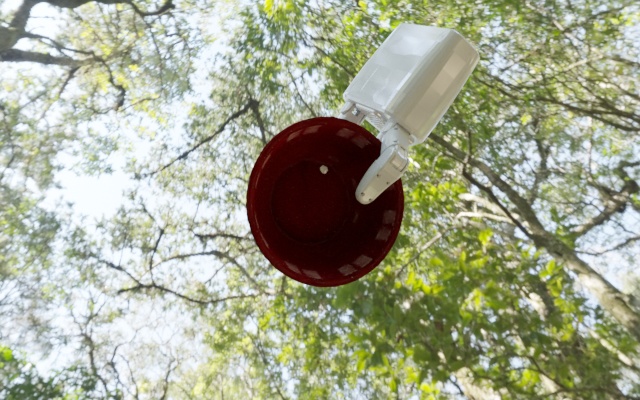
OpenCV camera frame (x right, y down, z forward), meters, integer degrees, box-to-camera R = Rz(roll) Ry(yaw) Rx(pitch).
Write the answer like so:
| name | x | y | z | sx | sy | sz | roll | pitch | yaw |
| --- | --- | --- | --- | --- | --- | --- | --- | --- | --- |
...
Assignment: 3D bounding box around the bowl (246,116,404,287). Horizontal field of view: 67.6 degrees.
| name | x | y | z | sx | sy | sz | roll | pitch | yaw |
| --- | --- | --- | --- | --- | --- | --- | --- | --- | --- |
| bowl | -0.001 | 0.002 | 0.473 | 0.162 | 0.162 | 0.055 | 0 | 0 | -22 |
